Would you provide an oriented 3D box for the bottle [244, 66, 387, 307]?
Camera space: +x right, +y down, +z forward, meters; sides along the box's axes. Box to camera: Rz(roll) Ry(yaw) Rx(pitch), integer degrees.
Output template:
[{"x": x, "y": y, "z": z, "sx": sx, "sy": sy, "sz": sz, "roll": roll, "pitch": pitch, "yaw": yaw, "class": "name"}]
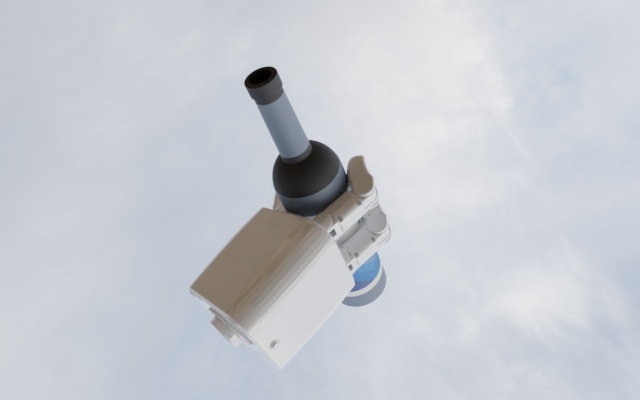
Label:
[{"x": 0.000, "y": 0.002, "z": 0.464, "sx": 0.069, "sy": 0.069, "sz": 0.296, "roll": 0, "pitch": -40, "yaw": 24, "class": "bottle"}]
